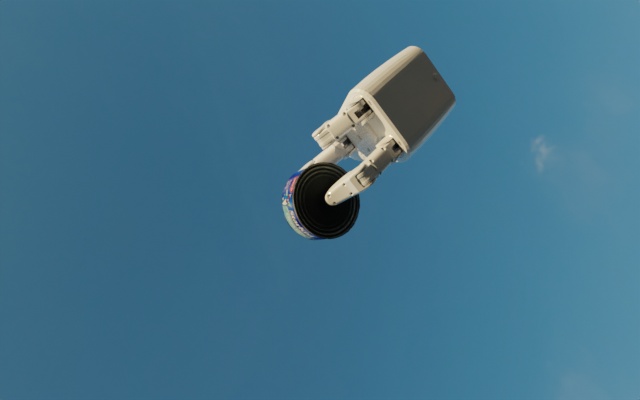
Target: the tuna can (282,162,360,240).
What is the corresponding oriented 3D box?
[{"bbox_3d":[0.000,0.002,0.538,0.086,0.086,0.034,0,-8,-31],"label":"tuna can"}]
